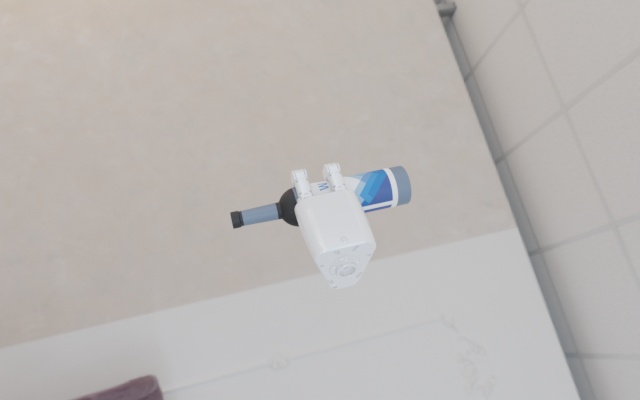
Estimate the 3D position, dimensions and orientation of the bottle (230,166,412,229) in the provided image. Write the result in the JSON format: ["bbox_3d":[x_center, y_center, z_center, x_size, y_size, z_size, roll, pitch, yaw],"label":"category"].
[{"bbox_3d":[0.000,0.002,0.788,0.295,0.069,0.069,-12,2,-10],"label":"bottle"}]
